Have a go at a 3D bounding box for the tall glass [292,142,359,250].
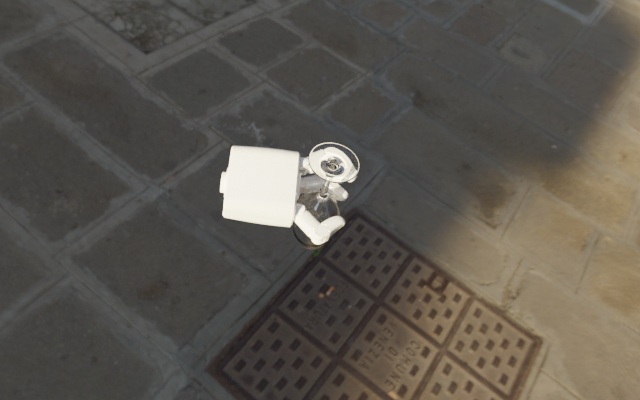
[{"bbox_3d":[0.000,0.002,0.756,0.079,0.079,0.201,0,-35,-13],"label":"tall glass"}]
